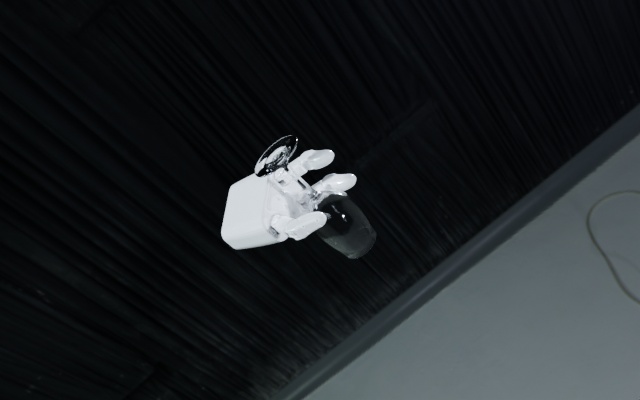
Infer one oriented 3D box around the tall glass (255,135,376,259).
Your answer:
[{"bbox_3d":[0.000,0.002,0.684,0.079,0.079,0.201,0,-38,51],"label":"tall glass"}]
